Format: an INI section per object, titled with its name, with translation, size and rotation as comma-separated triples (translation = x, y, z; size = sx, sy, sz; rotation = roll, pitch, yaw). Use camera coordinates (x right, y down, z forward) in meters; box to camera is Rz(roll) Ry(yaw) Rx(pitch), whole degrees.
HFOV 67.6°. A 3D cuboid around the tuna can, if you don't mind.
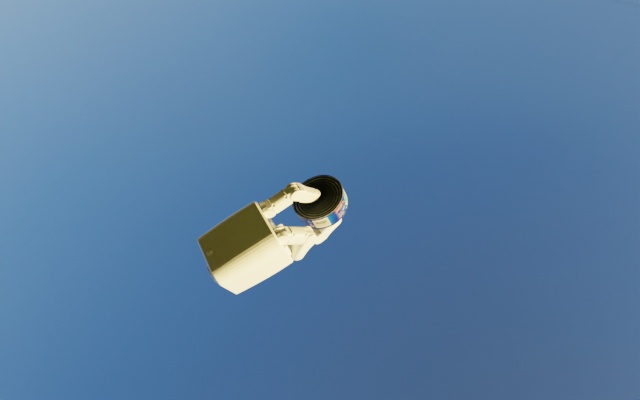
[tuna can]
translation = 0.000, 0.003, 0.768
size = 0.086, 0.086, 0.034
rotation = 0, -34, 23
